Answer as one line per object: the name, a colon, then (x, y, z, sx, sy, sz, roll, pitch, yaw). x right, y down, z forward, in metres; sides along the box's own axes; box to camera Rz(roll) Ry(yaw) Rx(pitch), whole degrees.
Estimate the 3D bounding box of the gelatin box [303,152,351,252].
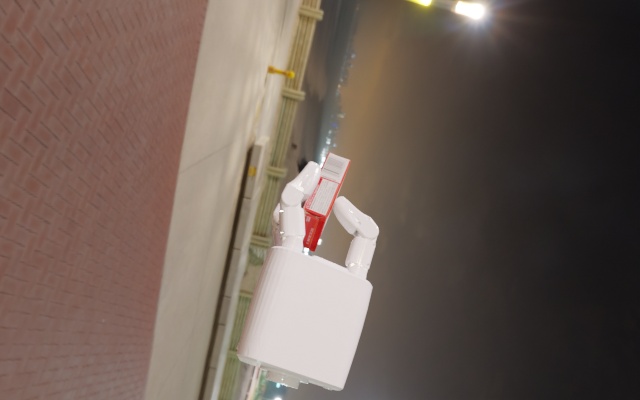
gelatin box: (0.001, 0.002, 0.538, 0.030, 0.089, 0.073, 22, -35, 2)
